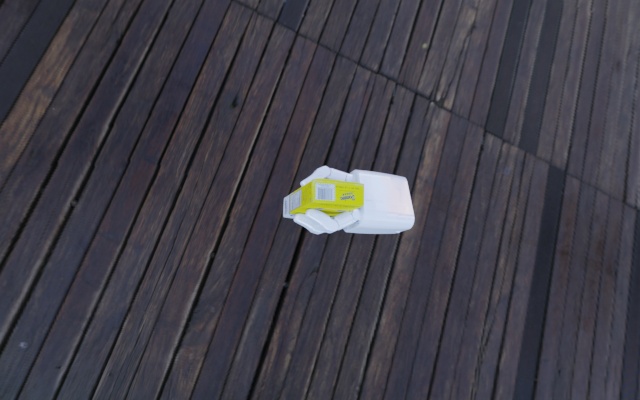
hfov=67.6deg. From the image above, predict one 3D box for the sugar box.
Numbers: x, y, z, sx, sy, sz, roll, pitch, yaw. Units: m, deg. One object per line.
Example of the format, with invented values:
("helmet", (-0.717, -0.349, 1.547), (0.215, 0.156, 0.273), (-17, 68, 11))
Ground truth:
("sugar box", (0.000, 0.003, 0.856), (0.093, 0.048, 0.176), (6, -14, -19))
